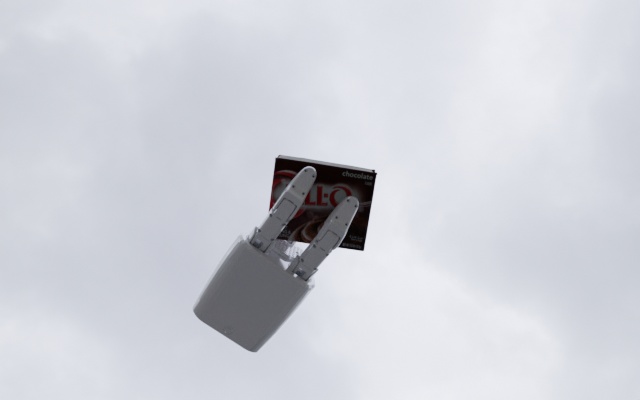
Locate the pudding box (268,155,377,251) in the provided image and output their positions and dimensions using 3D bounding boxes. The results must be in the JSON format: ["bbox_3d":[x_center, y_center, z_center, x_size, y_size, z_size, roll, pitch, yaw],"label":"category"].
[{"bbox_3d":[0.000,0.002,0.531,0.113,0.090,0.039,8,14,-1],"label":"pudding box"}]
